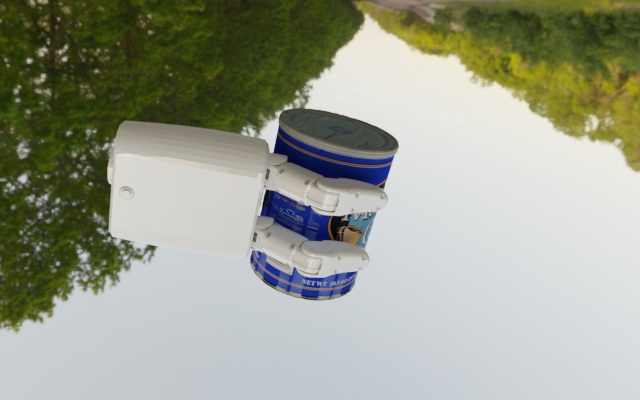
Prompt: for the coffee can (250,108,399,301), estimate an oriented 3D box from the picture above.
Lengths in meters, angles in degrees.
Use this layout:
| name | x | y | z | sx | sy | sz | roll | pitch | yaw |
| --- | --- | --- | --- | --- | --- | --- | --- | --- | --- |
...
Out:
| name | x | y | z | sx | sy | sz | roll | pitch | yaw |
| --- | --- | --- | --- | --- | --- | --- | --- | --- | --- |
| coffee can | 0.000 | 0.001 | 0.425 | 0.103 | 0.140 | 0.102 | 12 | 23 | -5 |
